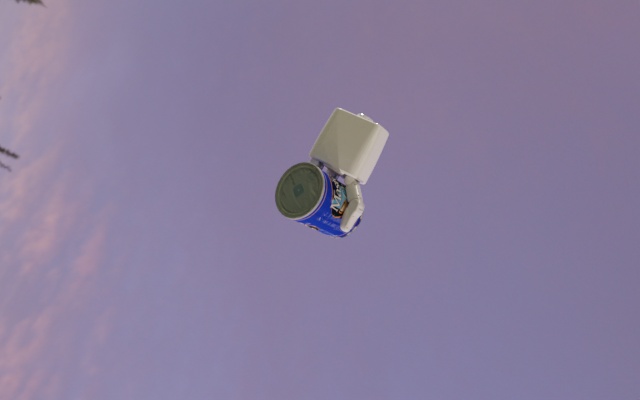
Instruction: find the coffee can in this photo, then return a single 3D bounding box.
[{"bbox_3d":[0.000,0.003,0.870,0.103,0.102,0.140,0,-18,35],"label":"coffee can"}]
